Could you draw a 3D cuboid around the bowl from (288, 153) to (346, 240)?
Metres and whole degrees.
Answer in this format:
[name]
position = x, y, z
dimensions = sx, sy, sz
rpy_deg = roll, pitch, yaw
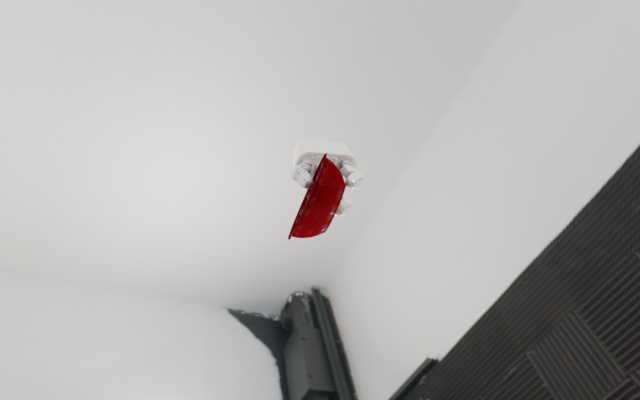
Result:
[bowl]
position = 0.000, 0.004, 0.815
dimensions = 0.055, 0.162, 0.162
rpy_deg = 24, -2, -3
